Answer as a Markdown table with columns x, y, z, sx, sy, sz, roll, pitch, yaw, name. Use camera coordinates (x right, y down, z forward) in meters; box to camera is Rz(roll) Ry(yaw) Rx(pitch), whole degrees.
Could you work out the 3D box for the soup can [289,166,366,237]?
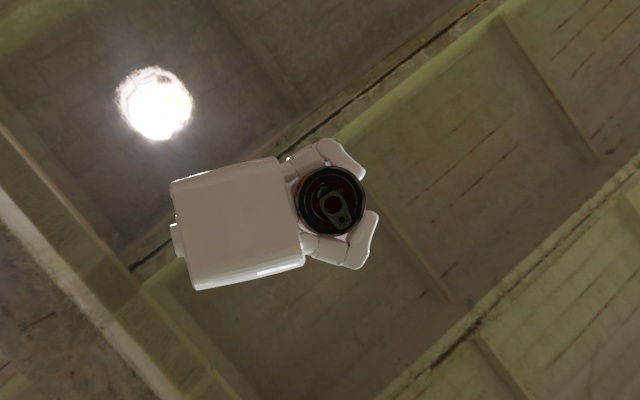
| x | y | z | sx | sy | sz | roll | pitch | yaw | name |
| --- | --- | --- | --- | --- | --- | --- | --- | --- | --- |
| 0.000 | 0.001 | 0.501 | 0.068 | 0.068 | 0.102 | 0 | -1 | -13 | soup can |
